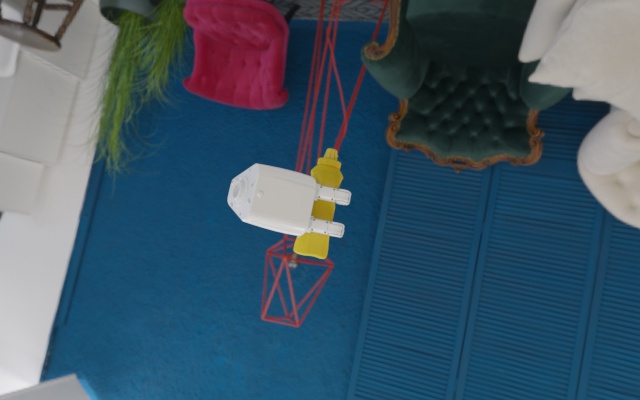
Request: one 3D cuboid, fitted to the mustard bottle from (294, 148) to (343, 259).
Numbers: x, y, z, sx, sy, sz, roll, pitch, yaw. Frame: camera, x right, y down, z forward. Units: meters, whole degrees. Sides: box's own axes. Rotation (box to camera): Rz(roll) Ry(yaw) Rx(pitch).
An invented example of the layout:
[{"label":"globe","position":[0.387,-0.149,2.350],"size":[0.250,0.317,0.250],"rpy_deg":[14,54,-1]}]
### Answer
[{"label":"mustard bottle","position":[0.000,0.003,0.838],"size":[0.058,0.191,0.096],"rpy_deg":[12,-5,-7]}]
